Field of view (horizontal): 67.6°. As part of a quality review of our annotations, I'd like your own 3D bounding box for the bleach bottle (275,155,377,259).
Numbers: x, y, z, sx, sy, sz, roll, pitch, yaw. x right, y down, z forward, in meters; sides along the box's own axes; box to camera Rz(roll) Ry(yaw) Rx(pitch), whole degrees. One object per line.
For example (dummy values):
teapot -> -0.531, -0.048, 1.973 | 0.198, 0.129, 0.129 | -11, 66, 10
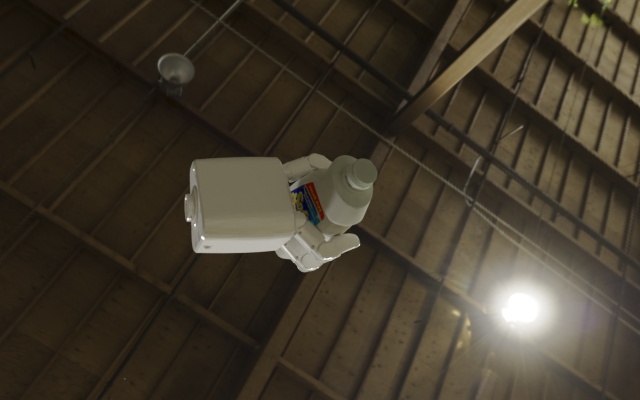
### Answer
bleach bottle -> 0.000, 0.002, 0.610 | 0.068, 0.102, 0.251 | -2, -18, -23
